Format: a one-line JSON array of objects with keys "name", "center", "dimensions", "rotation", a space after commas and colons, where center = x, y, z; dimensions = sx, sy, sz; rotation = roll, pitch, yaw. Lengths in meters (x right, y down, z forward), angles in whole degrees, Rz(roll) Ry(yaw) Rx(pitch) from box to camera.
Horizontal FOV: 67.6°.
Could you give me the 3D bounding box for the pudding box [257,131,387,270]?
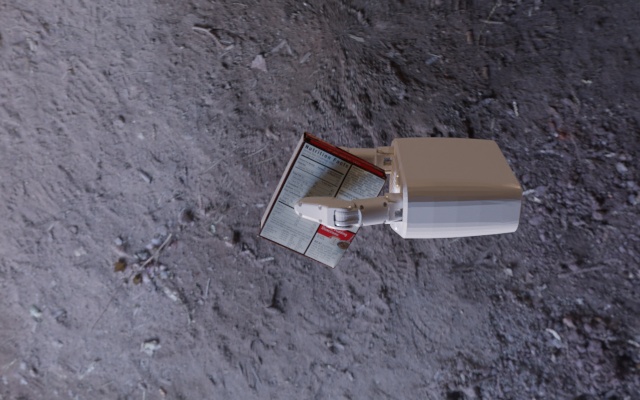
[{"name": "pudding box", "center": [0.000, 0.002, 0.472], "dimensions": [0.090, 0.113, 0.039], "rotation": [25, 17, -8]}]
